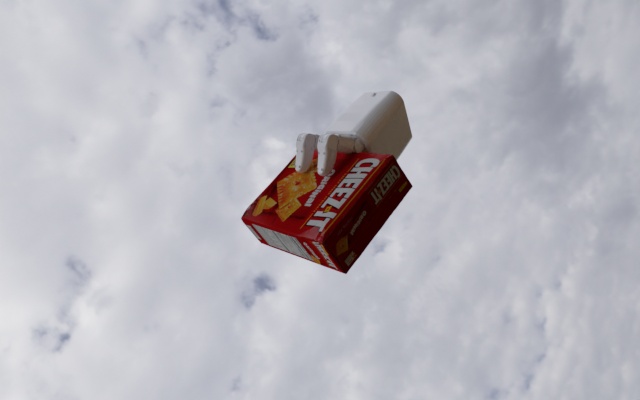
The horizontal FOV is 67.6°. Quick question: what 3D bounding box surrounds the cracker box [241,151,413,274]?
[{"bbox_3d":[0.000,0.002,0.703,0.213,0.164,0.072,11,-35,52],"label":"cracker box"}]
